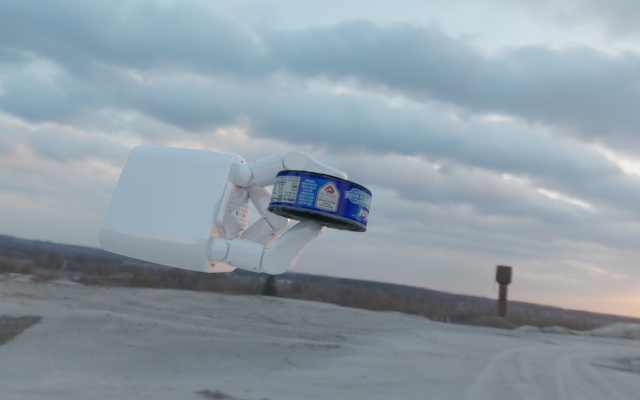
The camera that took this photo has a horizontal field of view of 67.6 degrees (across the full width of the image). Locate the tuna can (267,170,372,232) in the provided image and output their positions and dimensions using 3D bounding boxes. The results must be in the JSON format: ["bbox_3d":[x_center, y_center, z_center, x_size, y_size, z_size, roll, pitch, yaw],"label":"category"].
[{"bbox_3d":[0.000,0.001,0.407,0.086,0.033,0.086,12,-8,2],"label":"tuna can"}]
